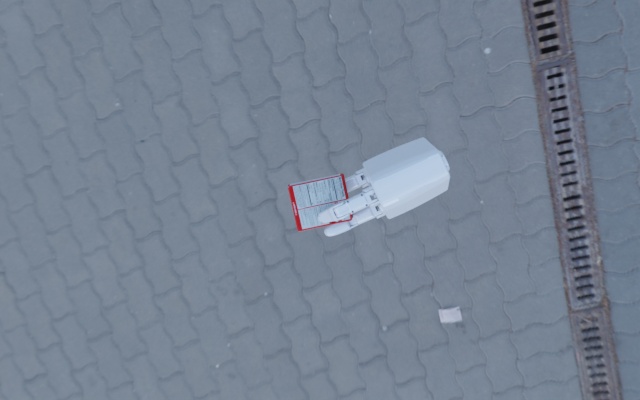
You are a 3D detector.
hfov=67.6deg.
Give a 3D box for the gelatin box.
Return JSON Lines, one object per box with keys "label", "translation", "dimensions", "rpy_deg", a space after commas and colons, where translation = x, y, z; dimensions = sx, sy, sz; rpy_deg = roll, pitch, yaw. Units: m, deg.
{"label": "gelatin box", "translation": [0.000, 0.003, 0.739], "dimensions": [0.089, 0.073, 0.030], "rpy_deg": [-12, 9, 2]}
